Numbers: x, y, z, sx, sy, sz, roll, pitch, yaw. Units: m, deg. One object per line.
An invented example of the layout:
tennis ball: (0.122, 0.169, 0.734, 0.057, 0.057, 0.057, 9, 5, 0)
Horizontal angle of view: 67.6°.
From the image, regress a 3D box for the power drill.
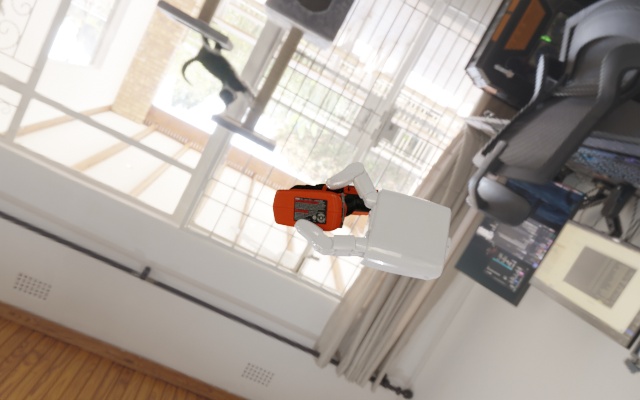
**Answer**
power drill: (0.000, 0.003, 0.755, 0.184, 0.057, 0.187, 3, 8, 23)
